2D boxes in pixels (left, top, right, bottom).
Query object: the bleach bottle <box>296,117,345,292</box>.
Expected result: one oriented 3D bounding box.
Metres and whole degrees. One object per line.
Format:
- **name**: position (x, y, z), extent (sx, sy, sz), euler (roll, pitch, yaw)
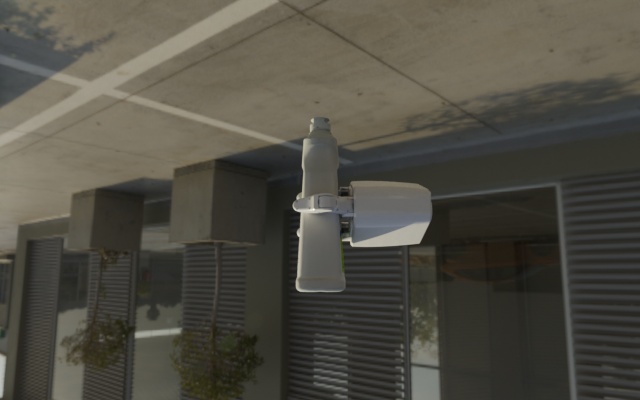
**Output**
- **bleach bottle**: position (0.000, 0.002, 0.686), extent (0.068, 0.250, 0.102), euler (0, -9, 1)
